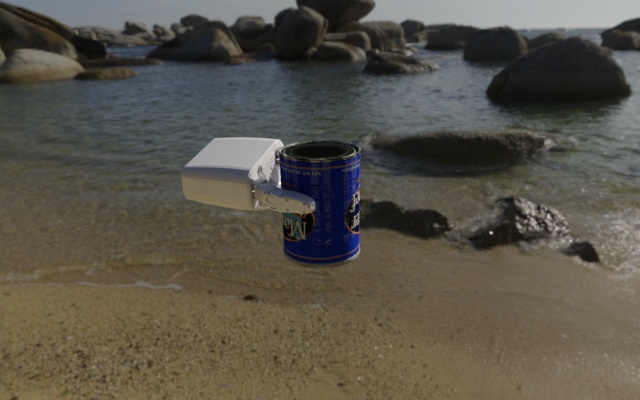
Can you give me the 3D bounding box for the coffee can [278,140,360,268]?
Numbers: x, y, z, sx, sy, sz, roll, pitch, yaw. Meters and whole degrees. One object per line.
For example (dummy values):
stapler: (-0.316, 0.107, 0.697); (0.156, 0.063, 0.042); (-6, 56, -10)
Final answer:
coffee can: (0.000, 0.002, 0.615); (0.103, 0.140, 0.102); (-1, 19, 0)
